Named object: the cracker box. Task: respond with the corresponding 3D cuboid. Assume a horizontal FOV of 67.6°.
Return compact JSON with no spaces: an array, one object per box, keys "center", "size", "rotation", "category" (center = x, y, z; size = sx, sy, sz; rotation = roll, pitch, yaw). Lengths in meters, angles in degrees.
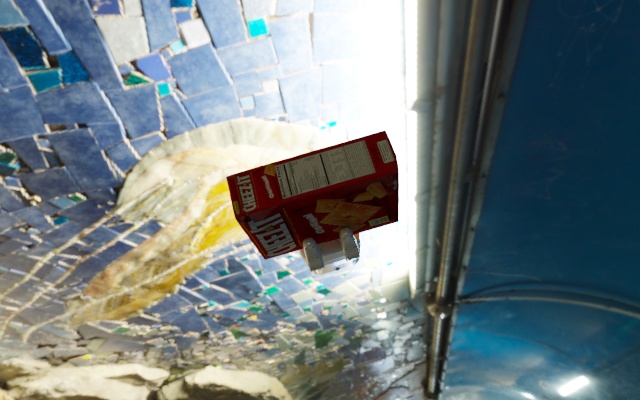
[{"center":[0.000,0.002,0.658],"size":[0.214,0.072,0.164],"rotation":[-17,-27,0],"category":"cracker box"}]
